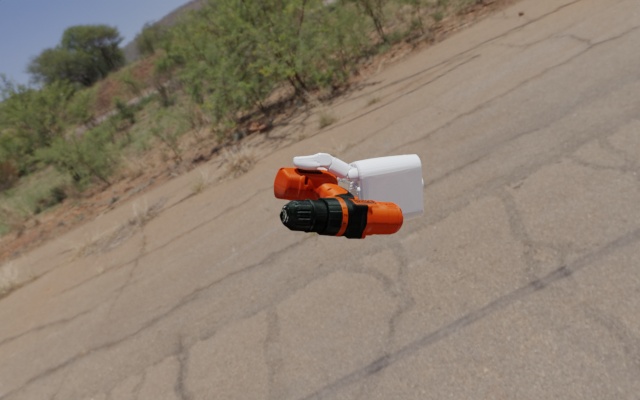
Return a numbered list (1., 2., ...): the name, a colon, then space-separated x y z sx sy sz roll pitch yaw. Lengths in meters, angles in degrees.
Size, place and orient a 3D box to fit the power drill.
1. power drill: 0.000 0.002 0.696 0.184 0.057 0.187 5 17 -30
